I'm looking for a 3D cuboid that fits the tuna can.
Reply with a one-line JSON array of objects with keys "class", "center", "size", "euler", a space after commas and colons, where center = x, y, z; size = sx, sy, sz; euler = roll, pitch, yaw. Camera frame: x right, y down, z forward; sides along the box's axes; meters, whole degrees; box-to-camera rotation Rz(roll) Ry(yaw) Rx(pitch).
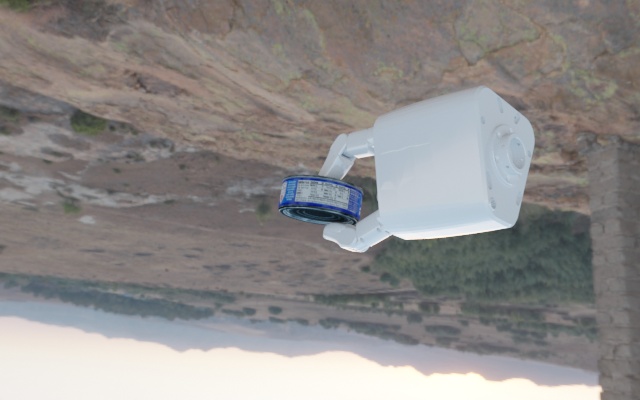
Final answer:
[{"class": "tuna can", "center": [0.000, 0.002, 0.494], "size": [0.086, 0.033, 0.086], "euler": [9, -12, 2]}]
